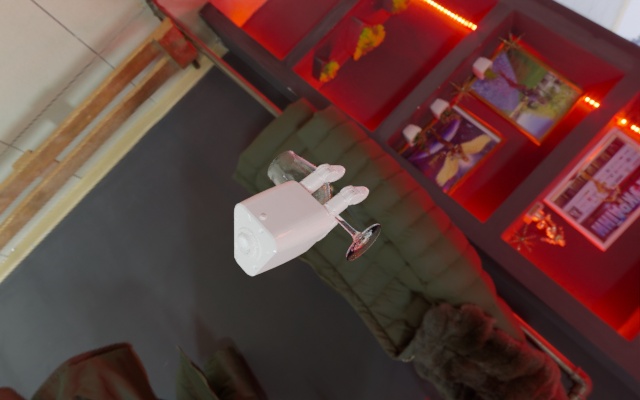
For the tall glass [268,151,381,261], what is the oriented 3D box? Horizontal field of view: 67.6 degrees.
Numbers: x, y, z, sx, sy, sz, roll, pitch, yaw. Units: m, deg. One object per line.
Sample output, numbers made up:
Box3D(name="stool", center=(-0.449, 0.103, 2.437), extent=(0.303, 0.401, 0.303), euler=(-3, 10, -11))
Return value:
Box3D(name="tall glass", center=(0.001, 0.003, 0.770), extent=(0.201, 0.079, 0.079), euler=(43, 21, 24))
